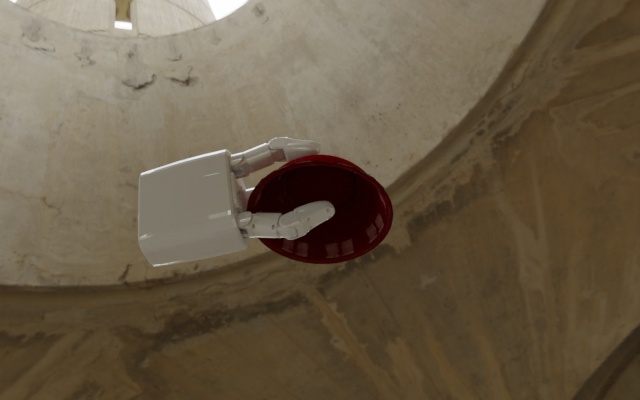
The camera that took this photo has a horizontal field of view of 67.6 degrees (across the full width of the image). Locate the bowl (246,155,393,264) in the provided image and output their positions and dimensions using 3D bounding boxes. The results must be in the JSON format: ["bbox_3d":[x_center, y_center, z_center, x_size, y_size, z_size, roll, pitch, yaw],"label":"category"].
[{"bbox_3d":[0.001,0.002,0.545,0.162,0.162,0.055,0,44,3],"label":"bowl"}]
